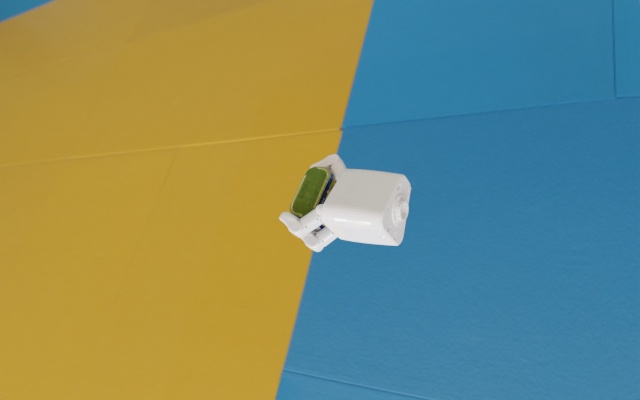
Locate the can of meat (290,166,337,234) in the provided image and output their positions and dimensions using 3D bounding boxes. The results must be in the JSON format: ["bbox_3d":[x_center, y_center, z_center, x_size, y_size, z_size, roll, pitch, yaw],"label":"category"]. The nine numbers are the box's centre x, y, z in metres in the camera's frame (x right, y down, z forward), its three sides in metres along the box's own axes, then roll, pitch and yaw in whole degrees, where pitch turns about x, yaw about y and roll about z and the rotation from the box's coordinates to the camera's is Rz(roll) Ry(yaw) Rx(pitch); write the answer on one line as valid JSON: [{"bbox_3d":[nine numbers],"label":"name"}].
[{"bbox_3d":[0.000,0.002,0.829,0.057,0.102,0.084,10,-22,35],"label":"can of meat"}]
